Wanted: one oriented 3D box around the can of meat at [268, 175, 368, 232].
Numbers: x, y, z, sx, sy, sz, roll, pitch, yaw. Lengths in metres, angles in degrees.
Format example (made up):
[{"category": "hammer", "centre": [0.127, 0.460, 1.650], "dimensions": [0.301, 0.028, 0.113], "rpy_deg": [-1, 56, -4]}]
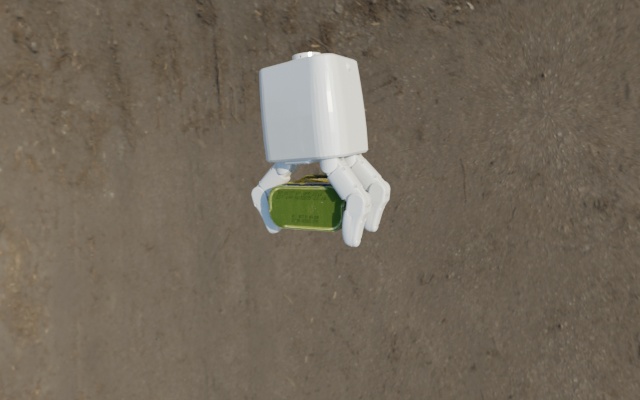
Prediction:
[{"category": "can of meat", "centre": [0.000, 0.002, 0.568], "dimensions": [0.102, 0.057, 0.084], "rpy_deg": [1, 10, 25]}]
